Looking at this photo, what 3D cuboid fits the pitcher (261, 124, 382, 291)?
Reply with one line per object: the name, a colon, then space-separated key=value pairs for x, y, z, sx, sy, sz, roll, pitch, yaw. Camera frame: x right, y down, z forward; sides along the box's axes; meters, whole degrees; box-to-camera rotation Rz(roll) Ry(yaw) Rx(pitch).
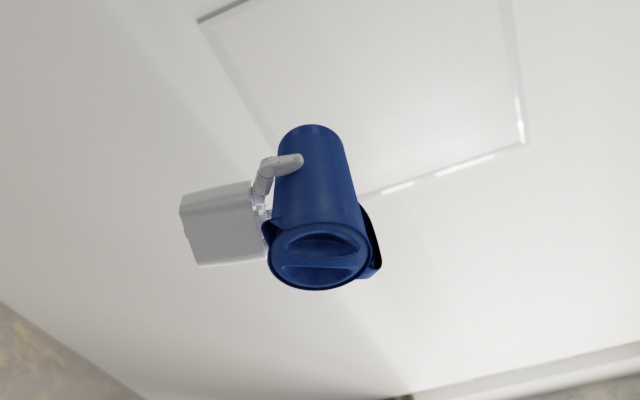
pitcher: x=0.000 y=0.002 z=0.691 sx=0.145 sy=0.149 sz=0.242 roll=-10 pitch=42 yaw=5
